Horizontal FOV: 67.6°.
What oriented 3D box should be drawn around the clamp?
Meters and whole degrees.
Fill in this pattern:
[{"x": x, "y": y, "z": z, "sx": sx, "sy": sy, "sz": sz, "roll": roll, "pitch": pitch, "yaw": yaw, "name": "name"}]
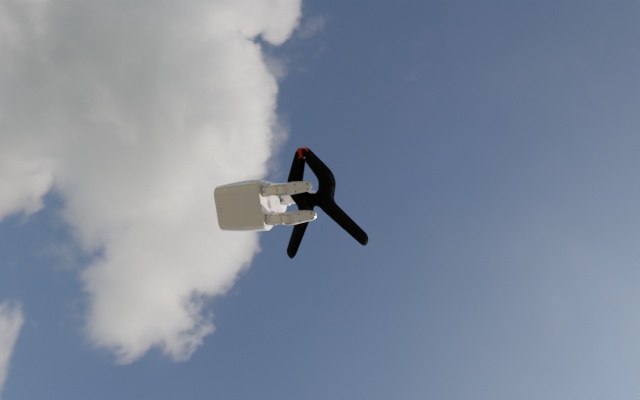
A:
[{"x": 0.000, "y": 0.002, "z": 0.893, "sx": 0.164, "sy": 0.210, "sz": 0.036, "roll": -5, "pitch": 7, "yaw": 20, "name": "clamp"}]
